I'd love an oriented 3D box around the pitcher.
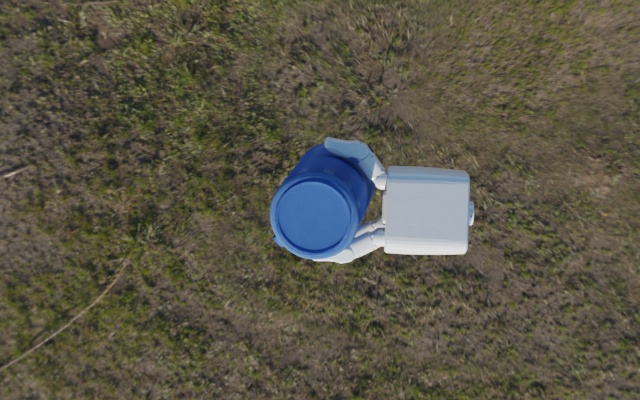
[{"bbox_3d":[0.000,0.002,0.672,0.145,0.149,0.242,4,13,7],"label":"pitcher"}]
